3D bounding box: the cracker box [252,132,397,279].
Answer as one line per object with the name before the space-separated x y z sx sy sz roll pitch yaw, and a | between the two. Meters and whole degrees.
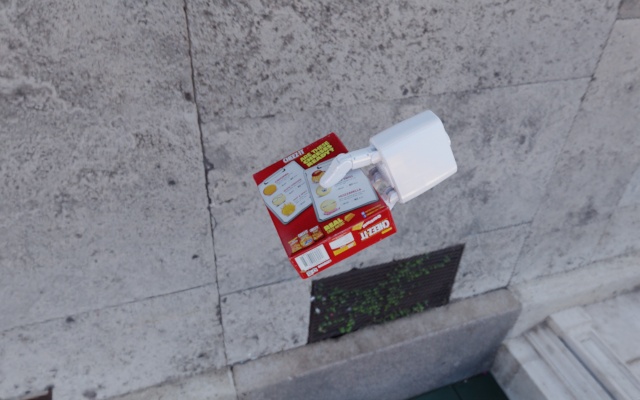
cracker box | 0.000 0.003 0.772 0.164 0.072 0.213 -28 44 -2
